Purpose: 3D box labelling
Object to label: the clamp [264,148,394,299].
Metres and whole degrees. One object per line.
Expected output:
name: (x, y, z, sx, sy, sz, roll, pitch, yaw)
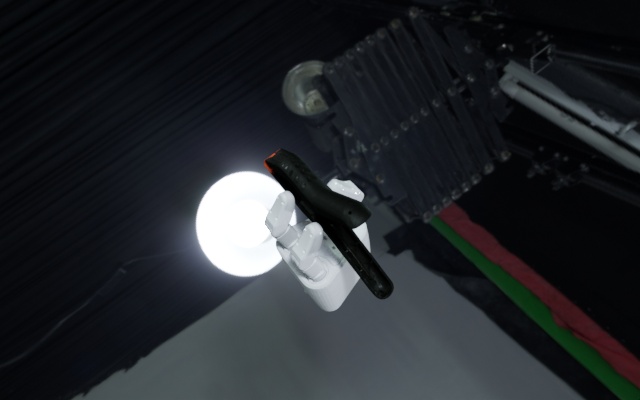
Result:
clamp: (0.000, 0.001, 0.513, 0.036, 0.210, 0.165, -37, -30, -12)
